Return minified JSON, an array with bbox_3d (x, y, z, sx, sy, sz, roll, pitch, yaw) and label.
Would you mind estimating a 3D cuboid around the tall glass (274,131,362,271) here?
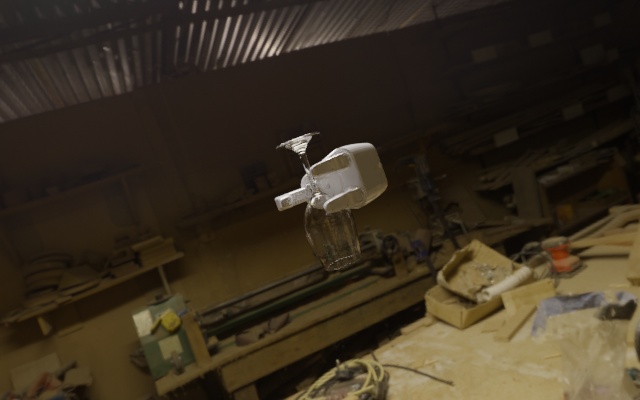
[{"bbox_3d":[0.000,0.002,0.725,0.079,0.201,0.079,-20,3,1],"label":"tall glass"}]
